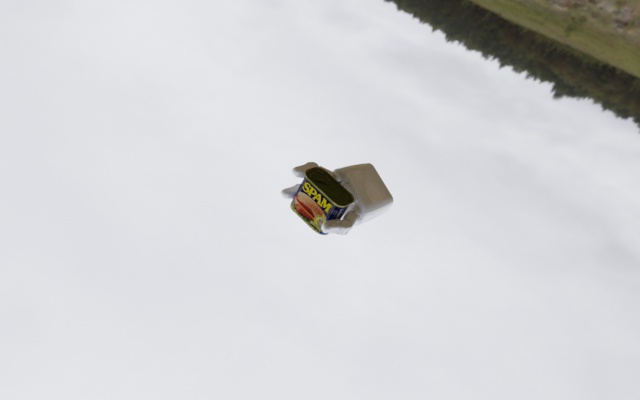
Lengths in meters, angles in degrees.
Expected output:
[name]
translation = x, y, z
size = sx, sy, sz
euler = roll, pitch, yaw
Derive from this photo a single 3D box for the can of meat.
[can of meat]
translation = 0.000, 0.003, 0.887
size = 0.102, 0.084, 0.057
euler = 43, 37, 18
